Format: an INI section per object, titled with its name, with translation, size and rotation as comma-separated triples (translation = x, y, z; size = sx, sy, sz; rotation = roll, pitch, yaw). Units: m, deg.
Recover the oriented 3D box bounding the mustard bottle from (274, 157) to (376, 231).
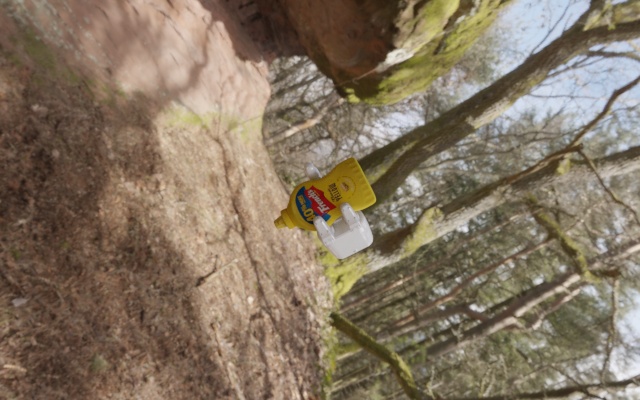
[mustard bottle]
translation = 0.000, 0.003, 0.896
size = 0.191, 0.096, 0.058
rotation = -27, -8, 4
